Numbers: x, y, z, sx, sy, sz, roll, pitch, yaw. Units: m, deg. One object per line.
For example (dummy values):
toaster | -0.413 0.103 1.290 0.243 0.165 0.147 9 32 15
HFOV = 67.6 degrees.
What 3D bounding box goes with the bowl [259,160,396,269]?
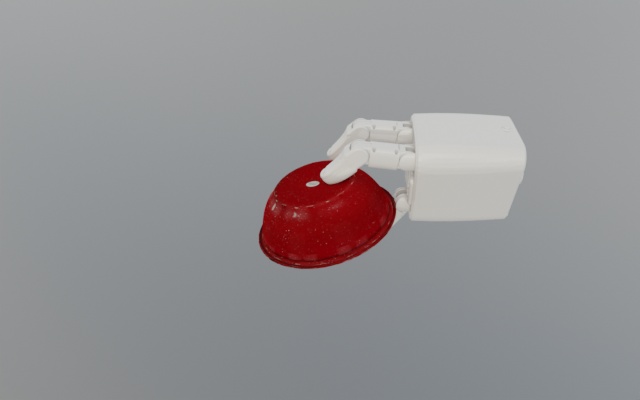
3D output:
bowl | -0.001 0.002 0.531 0.162 0.055 0.162 -13 32 8
